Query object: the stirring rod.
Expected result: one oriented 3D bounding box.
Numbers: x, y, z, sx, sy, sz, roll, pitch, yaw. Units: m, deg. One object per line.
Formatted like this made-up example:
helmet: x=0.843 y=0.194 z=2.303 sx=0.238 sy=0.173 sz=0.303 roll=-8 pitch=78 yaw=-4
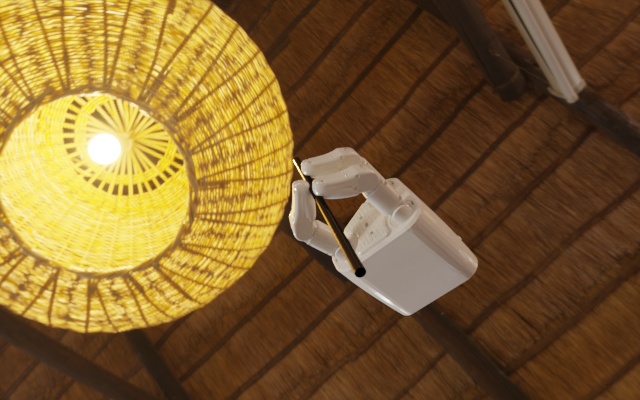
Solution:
stirring rod: x=0.000 y=0.002 z=0.425 sx=0.011 sy=0.011 sz=0.239 roll=0 pitch=23 yaw=-14
